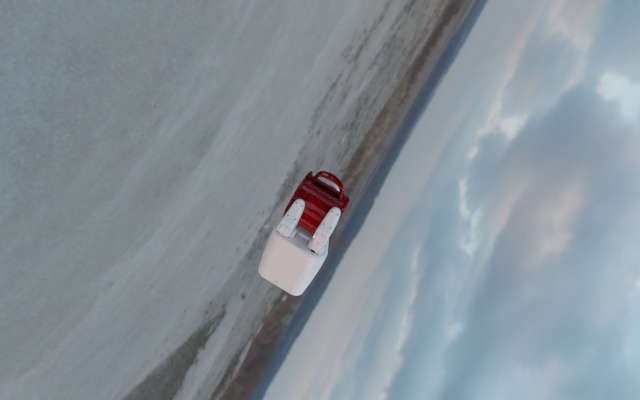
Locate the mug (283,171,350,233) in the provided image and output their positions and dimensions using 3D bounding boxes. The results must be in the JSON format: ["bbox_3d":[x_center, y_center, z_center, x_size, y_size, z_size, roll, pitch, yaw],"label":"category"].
[{"bbox_3d":[0.001,0.002,0.784,0.081,0.117,0.093,31,36,4],"label":"mug"}]
